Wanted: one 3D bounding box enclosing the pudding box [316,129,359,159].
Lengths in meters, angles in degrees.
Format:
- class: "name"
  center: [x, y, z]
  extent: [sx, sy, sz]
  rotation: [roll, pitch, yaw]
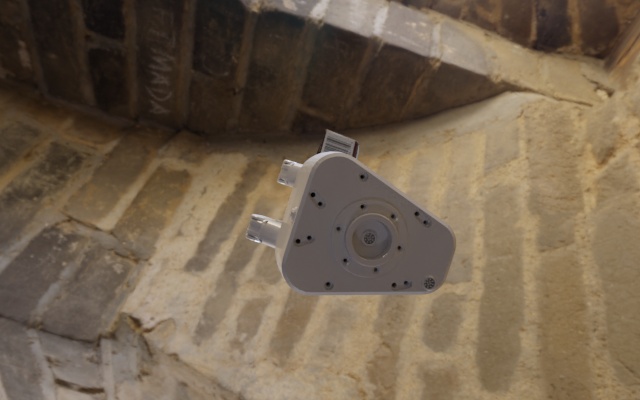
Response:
- class: "pudding box"
  center: [0.000, 0.002, 0.475]
  extent: [0.039, 0.113, 0.090]
  rotation: [19, -28, -5]
